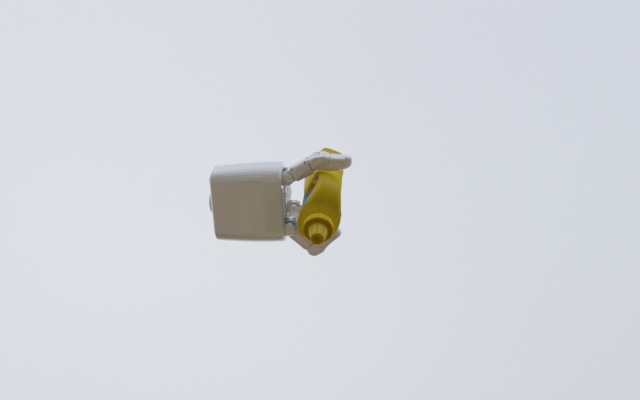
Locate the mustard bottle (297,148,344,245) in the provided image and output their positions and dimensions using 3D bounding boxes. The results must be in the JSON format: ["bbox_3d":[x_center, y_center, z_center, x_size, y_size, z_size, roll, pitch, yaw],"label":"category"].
[{"bbox_3d":[0.000,0.002,0.694,0.058,0.096,0.191,20,29,-7],"label":"mustard bottle"}]
